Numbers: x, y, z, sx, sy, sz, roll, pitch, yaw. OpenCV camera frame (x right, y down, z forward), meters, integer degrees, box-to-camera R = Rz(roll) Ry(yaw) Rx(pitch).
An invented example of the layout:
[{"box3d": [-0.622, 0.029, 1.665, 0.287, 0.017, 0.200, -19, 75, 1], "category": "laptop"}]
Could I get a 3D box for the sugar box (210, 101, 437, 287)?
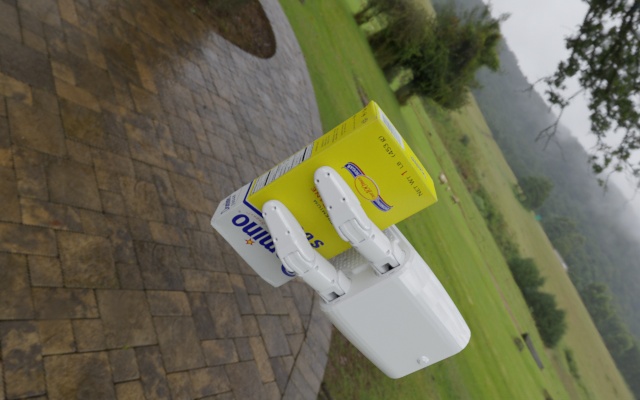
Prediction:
[{"box3d": [0.000, 0.002, 0.417, 0.176, 0.093, 0.048, -33, 23, 19], "category": "sugar box"}]
